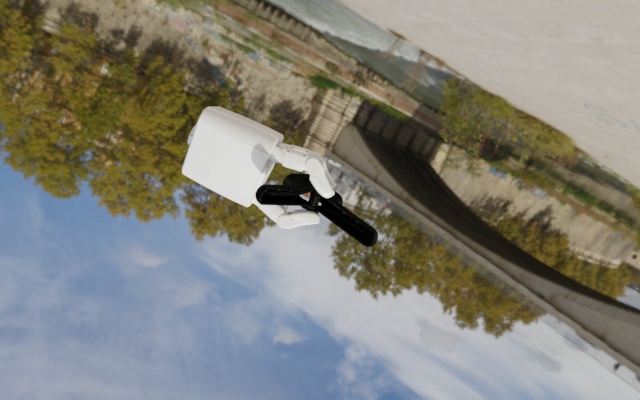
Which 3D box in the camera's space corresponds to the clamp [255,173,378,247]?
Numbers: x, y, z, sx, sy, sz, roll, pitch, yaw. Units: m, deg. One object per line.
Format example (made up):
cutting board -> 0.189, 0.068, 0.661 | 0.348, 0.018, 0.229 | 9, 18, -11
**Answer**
clamp -> 0.000, 0.003, 0.680 | 0.164, 0.036, 0.210 | 25, 12, -3
